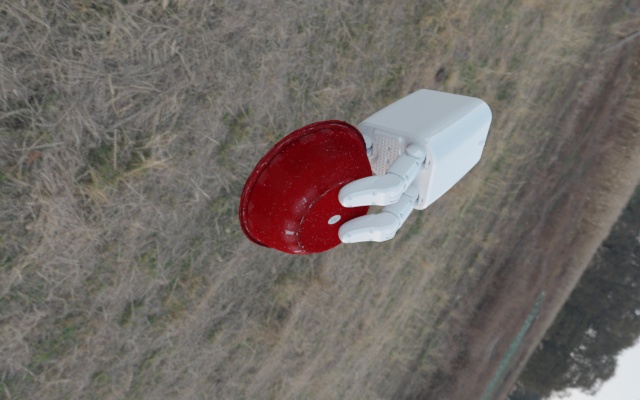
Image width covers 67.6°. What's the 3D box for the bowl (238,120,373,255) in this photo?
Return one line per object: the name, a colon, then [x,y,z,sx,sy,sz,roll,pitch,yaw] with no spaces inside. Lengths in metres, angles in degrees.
bowl: [-0.001,0.003,0.487,0.162,0.162,0.055,0,36,-45]
